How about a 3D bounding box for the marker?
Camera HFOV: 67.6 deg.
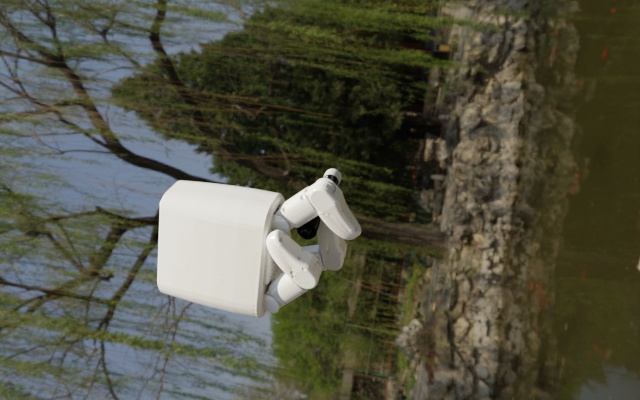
[{"bbox_3d":[0.000,0.002,0.475,0.020,0.020,0.121,0,28,15],"label":"marker"}]
